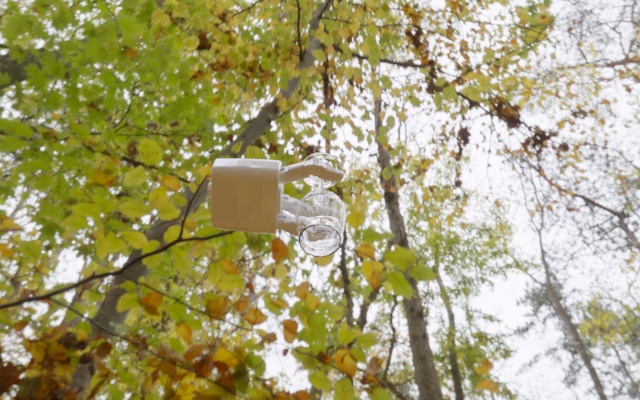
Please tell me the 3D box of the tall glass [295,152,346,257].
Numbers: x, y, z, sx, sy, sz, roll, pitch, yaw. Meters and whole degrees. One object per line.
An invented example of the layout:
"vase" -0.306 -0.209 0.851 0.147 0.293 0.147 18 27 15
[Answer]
"tall glass" 0.000 0.002 0.769 0.079 0.079 0.201 0 34 0
